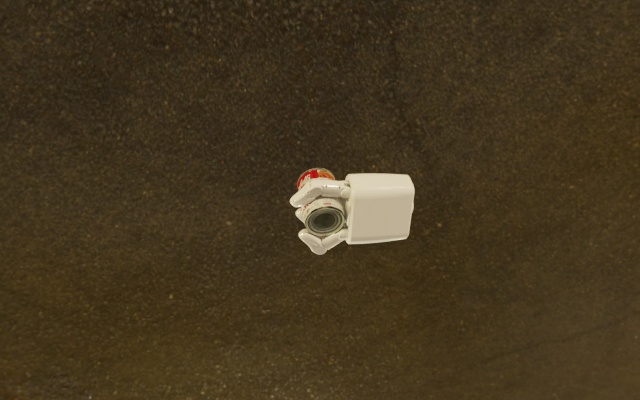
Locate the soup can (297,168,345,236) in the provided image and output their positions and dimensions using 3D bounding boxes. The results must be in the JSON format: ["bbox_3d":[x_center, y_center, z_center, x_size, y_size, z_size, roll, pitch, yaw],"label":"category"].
[{"bbox_3d":[0.000,0.003,0.809,0.068,0.069,0.102,0,42,-12],"label":"soup can"}]
